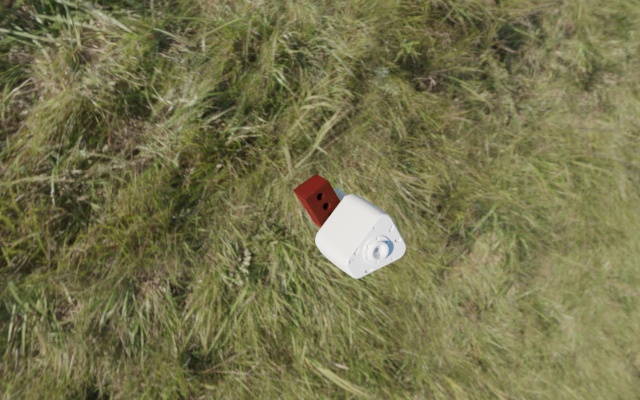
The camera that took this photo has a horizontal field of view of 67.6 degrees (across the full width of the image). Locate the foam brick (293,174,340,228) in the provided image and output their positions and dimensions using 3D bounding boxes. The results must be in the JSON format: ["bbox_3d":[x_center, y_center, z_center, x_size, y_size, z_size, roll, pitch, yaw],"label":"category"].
[{"bbox_3d":[0.000,0.003,0.829,0.053,0.078,0.051,-38,30,-10],"label":"foam brick"}]
